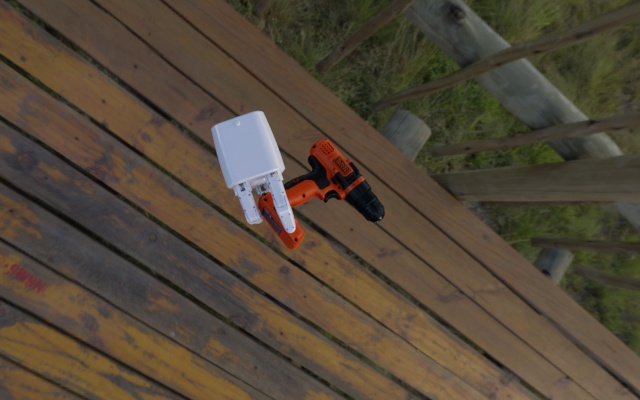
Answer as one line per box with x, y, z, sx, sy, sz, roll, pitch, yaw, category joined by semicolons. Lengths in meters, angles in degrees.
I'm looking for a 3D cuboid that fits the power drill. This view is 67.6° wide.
0.000;0.003;0.839;0.187;0.184;0.057;-36;-9;-24;power drill
